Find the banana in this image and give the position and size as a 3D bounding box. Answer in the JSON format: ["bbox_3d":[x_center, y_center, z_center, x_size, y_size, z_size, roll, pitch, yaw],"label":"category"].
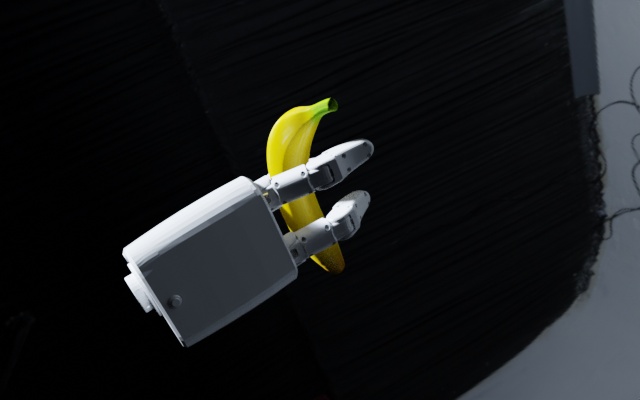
[{"bbox_3d":[-0.015,-0.008,0.446,0.069,0.198,0.037,25,49,31],"label":"banana"}]
